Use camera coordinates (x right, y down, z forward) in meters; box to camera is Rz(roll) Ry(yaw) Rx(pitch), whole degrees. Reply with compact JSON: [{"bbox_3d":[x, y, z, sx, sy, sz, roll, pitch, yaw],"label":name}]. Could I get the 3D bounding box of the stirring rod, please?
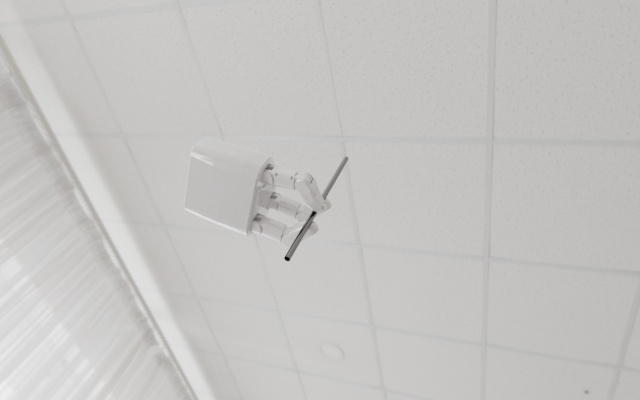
[{"bbox_3d":[0.000,0.002,0.672,0.011,0.011,0.239,0,35,25],"label":"stirring rod"}]
